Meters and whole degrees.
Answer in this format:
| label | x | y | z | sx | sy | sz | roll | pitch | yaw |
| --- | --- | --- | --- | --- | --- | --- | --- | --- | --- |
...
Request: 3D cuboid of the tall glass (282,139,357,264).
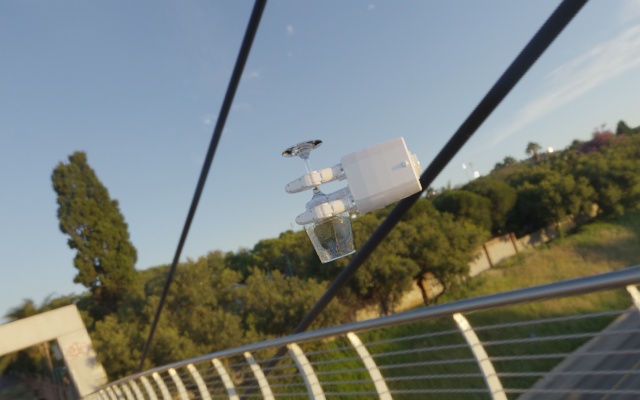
| label | x | y | z | sx | sy | sz | roll | pitch | yaw |
| --- | --- | --- | --- | --- | --- | --- | --- | --- | --- |
| tall glass | 0.000 | 0.002 | 0.812 | 0.079 | 0.201 | 0.079 | -18 | -7 | -2 |
